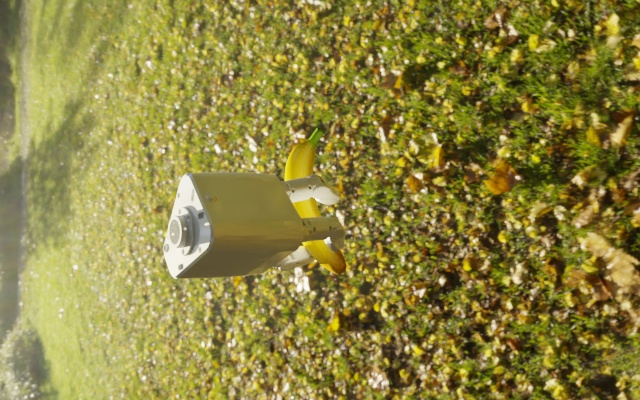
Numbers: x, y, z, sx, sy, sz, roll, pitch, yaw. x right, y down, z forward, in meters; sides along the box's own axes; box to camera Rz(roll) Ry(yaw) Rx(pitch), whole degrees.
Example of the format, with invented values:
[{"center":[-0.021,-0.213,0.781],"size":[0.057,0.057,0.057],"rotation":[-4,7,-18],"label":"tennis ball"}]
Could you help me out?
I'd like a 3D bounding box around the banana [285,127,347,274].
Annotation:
[{"center":[-0.013,0.005,0.624],"size":[0.037,0.197,0.070],"rotation":[5,-22,-43],"label":"banana"}]
